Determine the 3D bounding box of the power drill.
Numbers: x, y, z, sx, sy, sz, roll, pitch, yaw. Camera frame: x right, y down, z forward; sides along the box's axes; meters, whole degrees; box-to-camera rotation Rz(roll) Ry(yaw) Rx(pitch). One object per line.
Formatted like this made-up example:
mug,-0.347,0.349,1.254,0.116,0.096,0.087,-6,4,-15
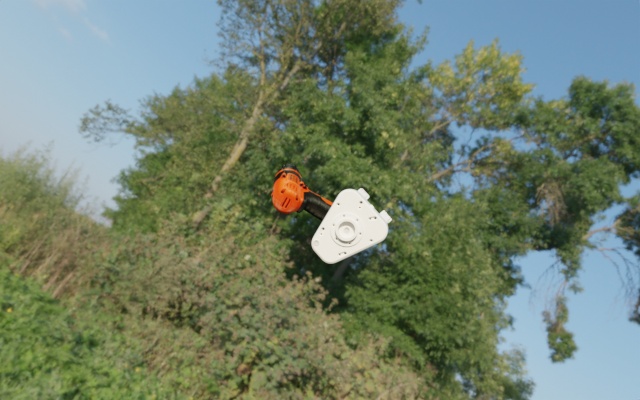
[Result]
power drill,0.001,0.003,0.870,0.187,0.057,0.184,25,19,-10
